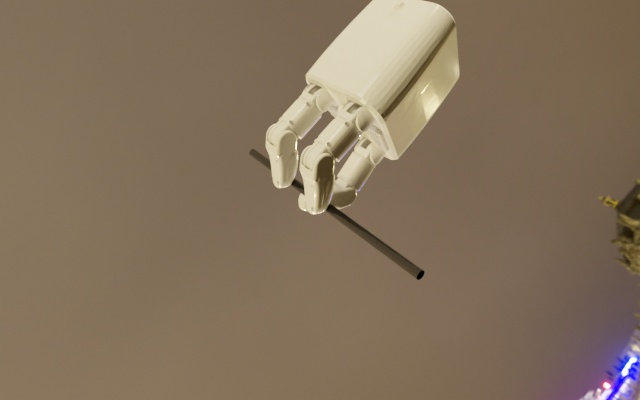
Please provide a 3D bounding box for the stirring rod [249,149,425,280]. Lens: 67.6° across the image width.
[{"bbox_3d":[0.000,0.001,0.423,0.011,0.011,0.239,0,26,-42],"label":"stirring rod"}]
